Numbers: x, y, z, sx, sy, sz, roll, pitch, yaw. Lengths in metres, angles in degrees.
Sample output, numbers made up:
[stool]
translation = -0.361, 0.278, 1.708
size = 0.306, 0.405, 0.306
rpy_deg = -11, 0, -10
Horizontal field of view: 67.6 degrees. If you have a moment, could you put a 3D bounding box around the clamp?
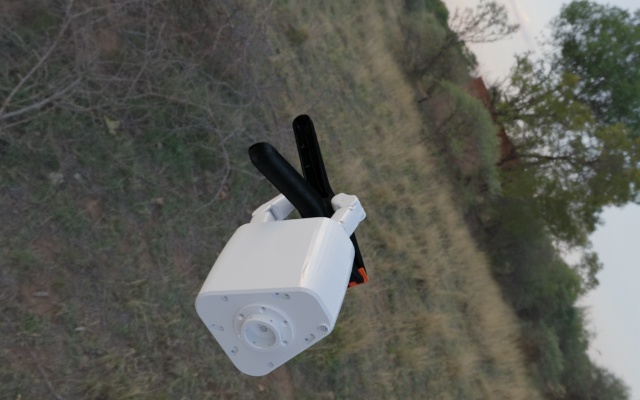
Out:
[clamp]
translation = 0.001, 0.002, 0.543
size = 0.036, 0.210, 0.164
rpy_deg = -21, 20, 22
